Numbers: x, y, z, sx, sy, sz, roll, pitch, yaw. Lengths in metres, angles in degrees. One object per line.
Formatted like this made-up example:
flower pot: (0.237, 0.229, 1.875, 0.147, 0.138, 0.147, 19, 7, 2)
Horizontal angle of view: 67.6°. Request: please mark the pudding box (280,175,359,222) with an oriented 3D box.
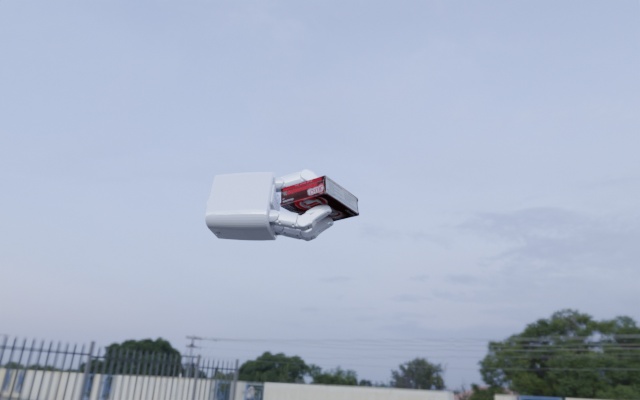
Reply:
pudding box: (0.000, 0.002, 0.807, 0.090, 0.039, 0.113, -14, -25, 30)
